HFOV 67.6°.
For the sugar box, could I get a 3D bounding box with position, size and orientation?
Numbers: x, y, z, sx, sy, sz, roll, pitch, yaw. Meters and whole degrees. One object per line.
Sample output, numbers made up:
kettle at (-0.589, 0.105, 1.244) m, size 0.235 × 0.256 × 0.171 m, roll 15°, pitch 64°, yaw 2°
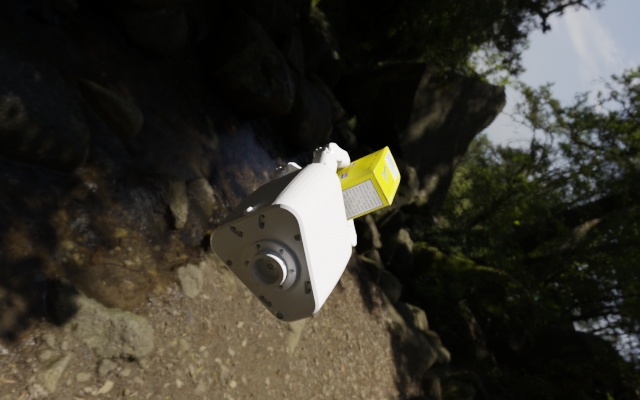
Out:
sugar box at (0.000, 0.001, 0.548) m, size 0.176 × 0.048 × 0.093 m, roll -21°, pitch 14°, yaw 23°
